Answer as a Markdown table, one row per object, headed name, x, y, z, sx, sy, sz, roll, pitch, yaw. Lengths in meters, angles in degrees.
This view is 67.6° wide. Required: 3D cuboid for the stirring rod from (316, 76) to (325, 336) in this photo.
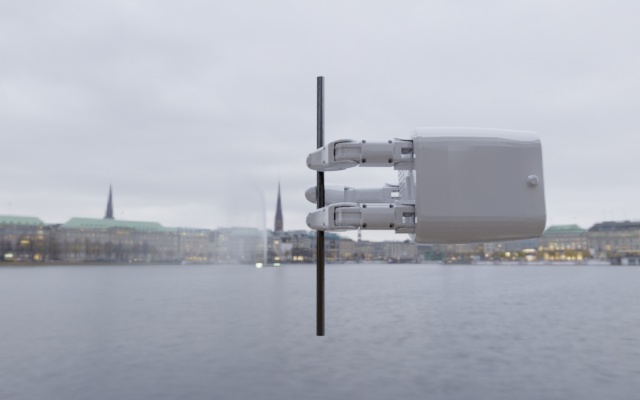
| name | x | y | z | sx | sy | sz | roll | pitch | yaw |
| --- | --- | --- | --- | --- | --- | --- | --- | --- | --- |
| stirring rod | 0.000 | 0.002 | 0.442 | 0.011 | 0.239 | 0.011 | 0 | -7 | 0 |
